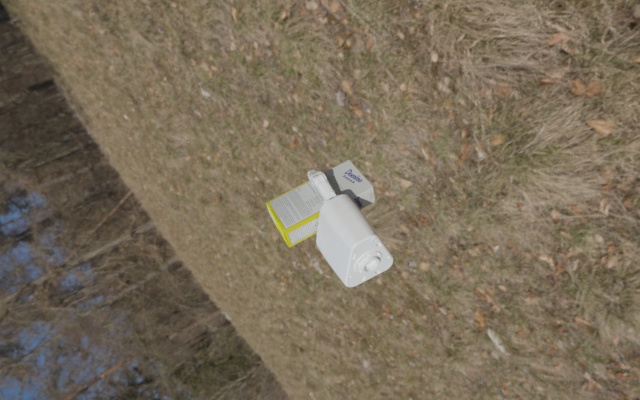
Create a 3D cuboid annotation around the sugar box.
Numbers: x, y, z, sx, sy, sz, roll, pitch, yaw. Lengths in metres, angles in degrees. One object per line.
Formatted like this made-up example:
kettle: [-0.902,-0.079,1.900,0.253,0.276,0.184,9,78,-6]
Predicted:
sugar box: [0.000,0.003,0.849,0.176,0.048,0.093,-25,46,-11]
